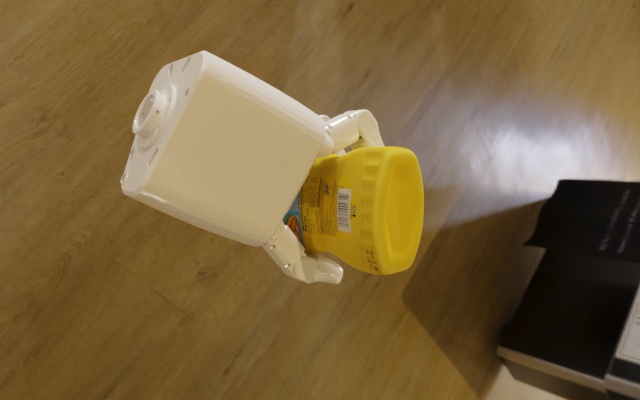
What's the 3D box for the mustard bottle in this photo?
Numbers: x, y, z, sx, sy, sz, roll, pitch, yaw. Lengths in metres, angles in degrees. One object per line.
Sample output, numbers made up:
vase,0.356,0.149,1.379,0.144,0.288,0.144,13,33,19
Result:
mustard bottle,0.000,0.001,0.424,0.058,0.096,0.191,-6,8,-38
